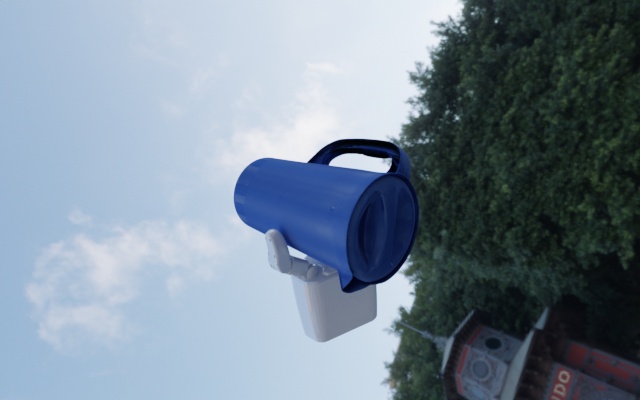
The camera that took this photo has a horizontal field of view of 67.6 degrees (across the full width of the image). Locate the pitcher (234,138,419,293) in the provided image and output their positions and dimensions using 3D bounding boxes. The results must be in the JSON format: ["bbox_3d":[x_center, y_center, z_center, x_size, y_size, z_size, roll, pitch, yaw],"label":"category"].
[{"bbox_3d":[0.000,0.002,0.627,0.149,0.145,0.243,-30,31,-36],"label":"pitcher"}]
